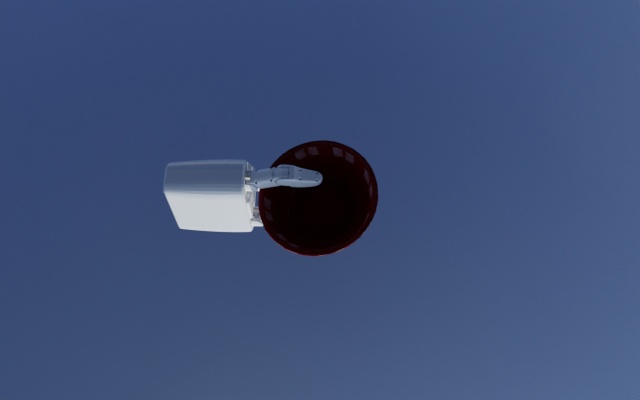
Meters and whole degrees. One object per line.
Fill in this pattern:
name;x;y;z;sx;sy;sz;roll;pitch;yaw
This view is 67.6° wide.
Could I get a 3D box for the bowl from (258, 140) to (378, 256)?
bowl;0.001;0.002;0.649;0.162;0.162;0.055;0;-19;12
